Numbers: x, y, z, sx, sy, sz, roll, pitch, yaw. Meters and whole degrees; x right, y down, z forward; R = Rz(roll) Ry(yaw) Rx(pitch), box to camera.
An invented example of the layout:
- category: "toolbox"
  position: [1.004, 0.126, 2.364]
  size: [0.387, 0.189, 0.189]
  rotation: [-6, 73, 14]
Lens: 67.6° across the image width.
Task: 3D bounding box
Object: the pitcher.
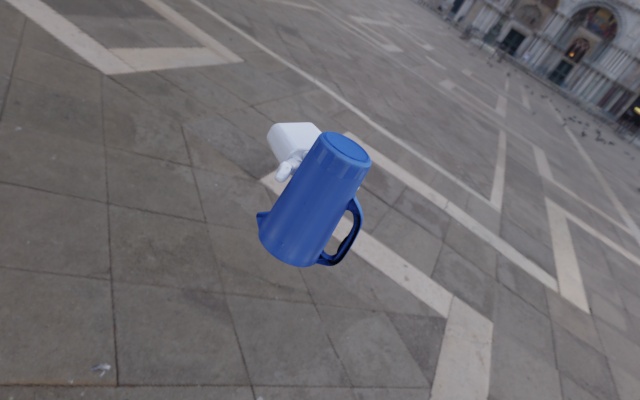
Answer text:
- category: "pitcher"
  position: [0.000, 0.003, 0.893]
  size: [0.149, 0.243, 0.145]
  rotation: [11, 33, -36]
